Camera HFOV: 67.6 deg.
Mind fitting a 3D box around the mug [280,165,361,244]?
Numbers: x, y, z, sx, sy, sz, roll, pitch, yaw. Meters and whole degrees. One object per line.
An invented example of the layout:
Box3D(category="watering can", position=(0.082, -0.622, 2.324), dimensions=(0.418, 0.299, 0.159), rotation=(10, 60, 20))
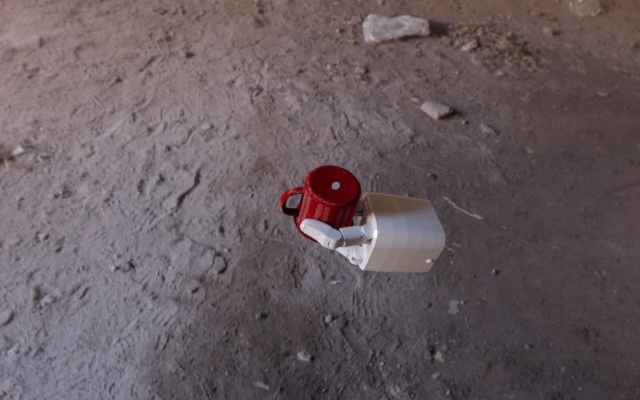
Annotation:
Box3D(category="mug", position=(-0.001, 0.002, 0.692), dimensions=(0.117, 0.093, 0.082), rotation=(4, -42, -10))
